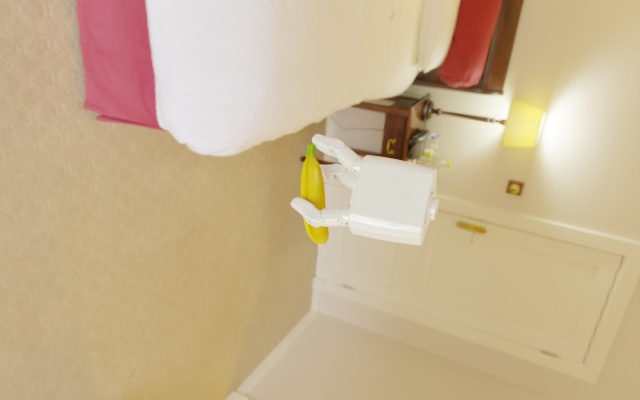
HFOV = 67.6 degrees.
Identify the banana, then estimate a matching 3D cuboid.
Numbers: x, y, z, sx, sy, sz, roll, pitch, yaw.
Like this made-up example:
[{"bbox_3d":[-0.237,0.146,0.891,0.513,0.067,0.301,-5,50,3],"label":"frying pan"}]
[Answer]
[{"bbox_3d":[-0.006,0.010,0.777,0.037,0.198,0.069,8,37,16],"label":"banana"}]
